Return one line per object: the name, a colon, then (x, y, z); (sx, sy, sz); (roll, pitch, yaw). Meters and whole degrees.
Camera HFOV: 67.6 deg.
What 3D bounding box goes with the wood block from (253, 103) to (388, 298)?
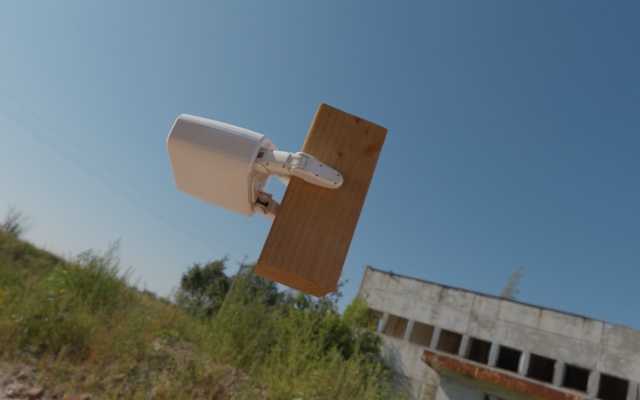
wood block: (0.000, 0.002, 0.578); (0.090, 0.206, 0.091); (21, -19, -4)
